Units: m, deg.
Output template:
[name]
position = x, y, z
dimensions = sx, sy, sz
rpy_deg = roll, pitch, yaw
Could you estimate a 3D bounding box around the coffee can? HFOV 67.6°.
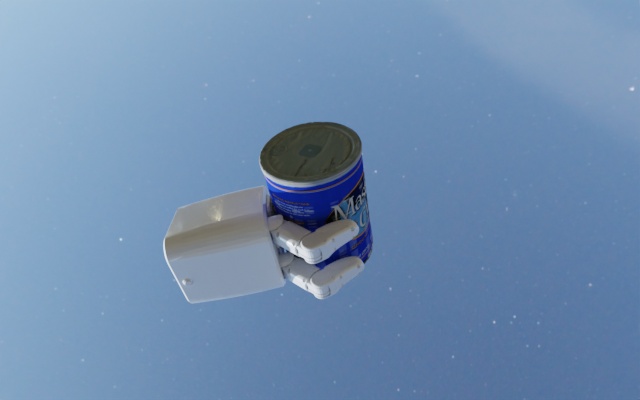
[coffee can]
position = 0.000, 0.001, 0.515
dimensions = 0.103, 0.140, 0.102
rpy_deg = -7, 40, 6
